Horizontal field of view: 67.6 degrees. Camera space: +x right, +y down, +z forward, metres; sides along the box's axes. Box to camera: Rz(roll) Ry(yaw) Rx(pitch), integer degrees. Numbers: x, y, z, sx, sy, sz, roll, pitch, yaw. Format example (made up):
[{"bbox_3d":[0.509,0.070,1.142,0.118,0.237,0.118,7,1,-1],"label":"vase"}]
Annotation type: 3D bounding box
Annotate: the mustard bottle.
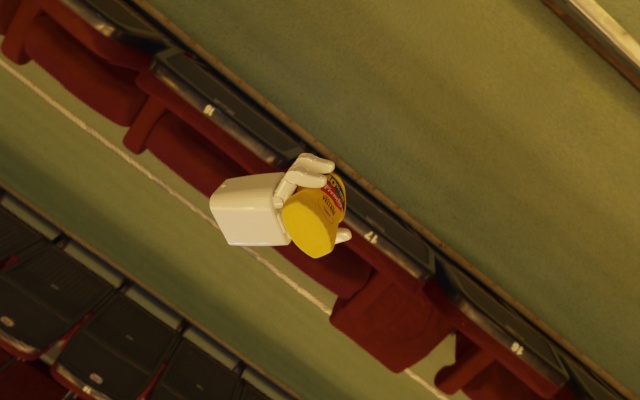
[{"bbox_3d":[0.000,0.003,0.759,0.058,0.096,0.191,-27,17,24],"label":"mustard bottle"}]
